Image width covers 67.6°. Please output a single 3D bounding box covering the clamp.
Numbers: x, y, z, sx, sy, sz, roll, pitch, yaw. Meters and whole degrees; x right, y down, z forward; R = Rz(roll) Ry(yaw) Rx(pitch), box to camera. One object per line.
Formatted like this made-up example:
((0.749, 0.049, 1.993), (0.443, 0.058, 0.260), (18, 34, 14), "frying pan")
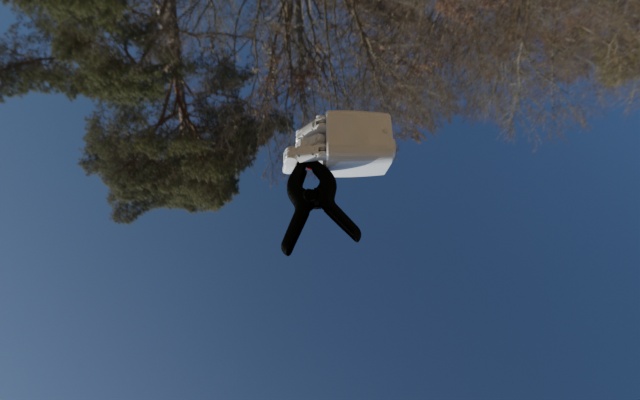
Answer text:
((0.000, 0.003, 0.743), (0.120, 0.171, 0.039), (-1, -25, 1), "clamp")
